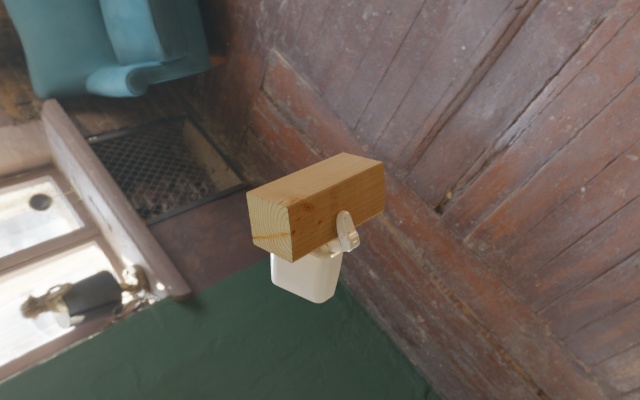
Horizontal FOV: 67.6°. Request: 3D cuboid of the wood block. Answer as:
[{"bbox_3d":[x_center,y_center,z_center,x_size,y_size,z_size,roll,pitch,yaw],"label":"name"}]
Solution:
[{"bbox_3d":[0.000,0.003,0.734,0.091,0.090,0.206,20,34,40],"label":"wood block"}]
